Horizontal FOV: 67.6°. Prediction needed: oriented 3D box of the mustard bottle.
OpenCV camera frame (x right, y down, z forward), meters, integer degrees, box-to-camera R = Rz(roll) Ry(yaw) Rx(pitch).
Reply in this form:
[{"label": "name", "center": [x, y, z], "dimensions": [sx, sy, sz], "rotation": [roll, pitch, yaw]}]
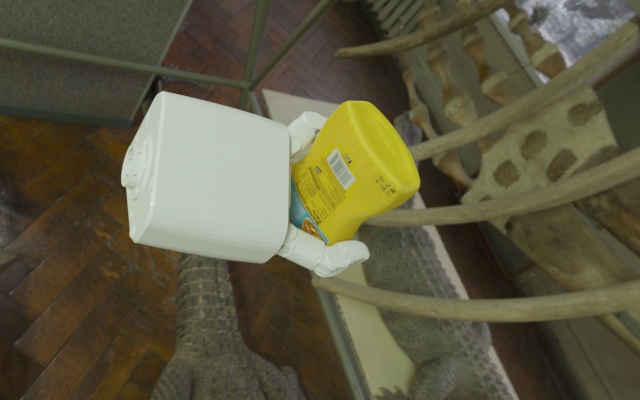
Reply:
[{"label": "mustard bottle", "center": [0.000, 0.001, 0.453], "dimensions": [0.058, 0.096, 0.192], "rotation": [-14, -22, -46]}]
